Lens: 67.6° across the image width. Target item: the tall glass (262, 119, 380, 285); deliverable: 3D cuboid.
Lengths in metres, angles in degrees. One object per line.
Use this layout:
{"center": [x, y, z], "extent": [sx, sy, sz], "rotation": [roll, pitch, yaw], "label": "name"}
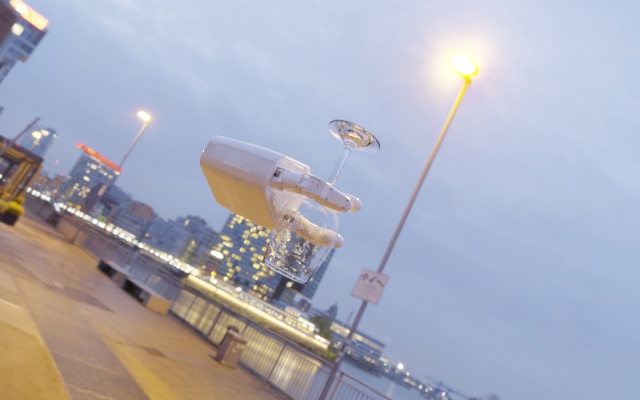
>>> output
{"center": [0.001, 0.001, 0.597], "extent": [0.079, 0.201, 0.079], "rotation": [25, -14, 7], "label": "tall glass"}
